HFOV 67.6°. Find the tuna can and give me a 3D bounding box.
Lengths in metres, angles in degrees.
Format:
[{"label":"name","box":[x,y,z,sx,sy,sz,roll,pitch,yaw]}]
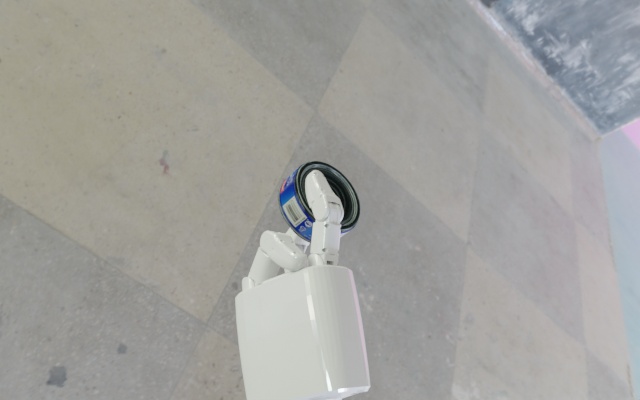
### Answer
[{"label":"tuna can","box":[0.000,0.001,0.500,0.086,0.086,0.034,0,-29,-42]}]
